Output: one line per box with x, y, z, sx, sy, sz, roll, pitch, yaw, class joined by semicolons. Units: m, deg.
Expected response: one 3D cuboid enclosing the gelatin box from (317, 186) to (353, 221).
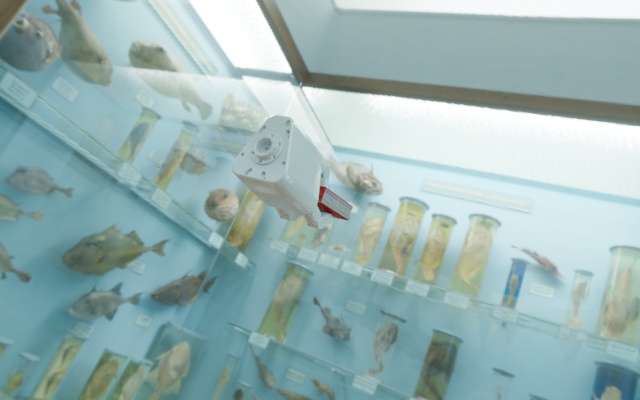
0.000;0.002;0.806;0.073;0.030;0.089;9;-16;40;gelatin box
